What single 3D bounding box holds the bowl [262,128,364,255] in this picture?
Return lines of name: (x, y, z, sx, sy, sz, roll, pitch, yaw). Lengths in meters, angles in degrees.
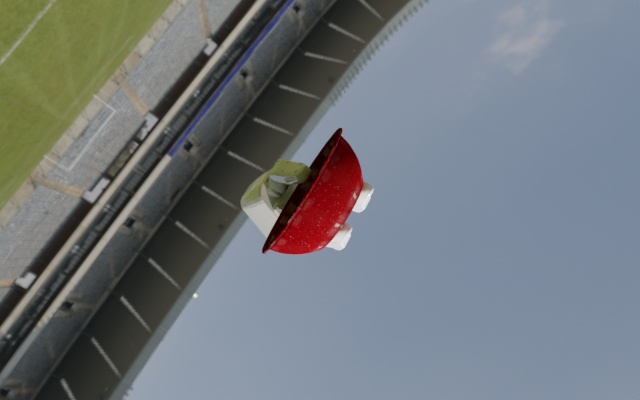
bowl: (0.001, 0.002, 0.526, 0.055, 0.162, 0.162, 32, -4, -6)
